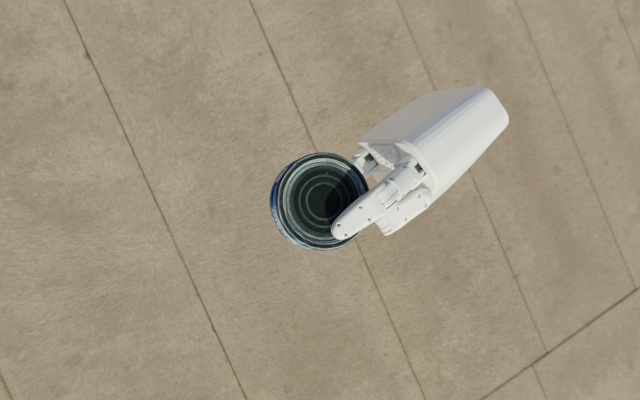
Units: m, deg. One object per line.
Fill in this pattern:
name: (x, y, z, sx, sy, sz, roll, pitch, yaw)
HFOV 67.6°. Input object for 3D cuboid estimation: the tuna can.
tuna can: (0.000, 0.001, 0.419, 0.086, 0.086, 0.034, 0, -3, -15)
